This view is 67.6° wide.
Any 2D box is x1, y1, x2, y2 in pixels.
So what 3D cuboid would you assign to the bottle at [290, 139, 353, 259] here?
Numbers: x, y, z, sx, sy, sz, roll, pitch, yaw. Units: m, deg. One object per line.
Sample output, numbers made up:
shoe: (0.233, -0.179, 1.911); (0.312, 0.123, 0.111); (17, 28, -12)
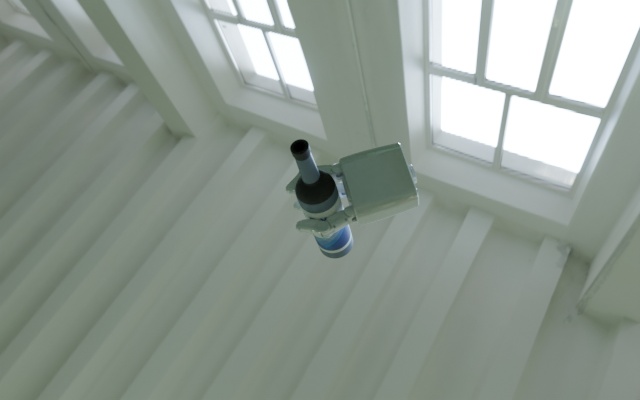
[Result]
bottle: (0.000, 0.003, 0.792); (0.069, 0.069, 0.296); (0, -32, 14)
